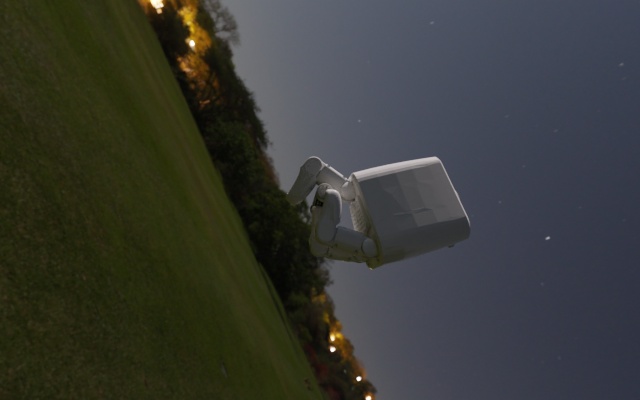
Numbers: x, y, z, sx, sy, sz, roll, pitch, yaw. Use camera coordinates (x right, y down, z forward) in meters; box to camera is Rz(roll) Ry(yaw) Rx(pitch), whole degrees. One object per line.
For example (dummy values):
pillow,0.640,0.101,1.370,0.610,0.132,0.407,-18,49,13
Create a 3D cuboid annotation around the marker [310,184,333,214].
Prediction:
marker,0.000,0.002,0.587,0.020,0.020,0.121,0,-11,-5
